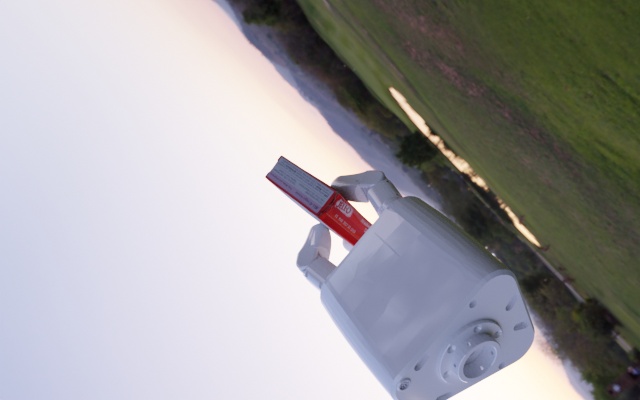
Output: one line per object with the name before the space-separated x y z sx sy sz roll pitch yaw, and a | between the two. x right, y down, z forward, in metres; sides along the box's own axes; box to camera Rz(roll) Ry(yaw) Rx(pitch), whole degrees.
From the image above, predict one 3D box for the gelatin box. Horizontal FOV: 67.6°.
gelatin box | 0.000 0.002 0.442 0.089 0.030 0.073 34 -5 44
